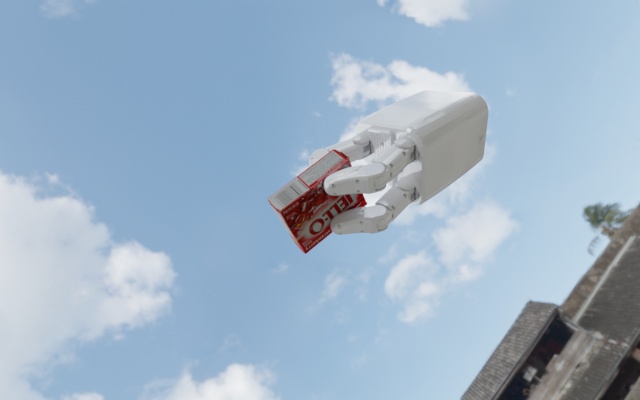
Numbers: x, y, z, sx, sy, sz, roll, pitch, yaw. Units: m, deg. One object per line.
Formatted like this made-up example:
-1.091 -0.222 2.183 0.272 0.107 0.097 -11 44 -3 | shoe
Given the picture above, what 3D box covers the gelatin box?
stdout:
0.000 0.002 0.491 0.089 0.073 0.030 -37 47 -11 | gelatin box
